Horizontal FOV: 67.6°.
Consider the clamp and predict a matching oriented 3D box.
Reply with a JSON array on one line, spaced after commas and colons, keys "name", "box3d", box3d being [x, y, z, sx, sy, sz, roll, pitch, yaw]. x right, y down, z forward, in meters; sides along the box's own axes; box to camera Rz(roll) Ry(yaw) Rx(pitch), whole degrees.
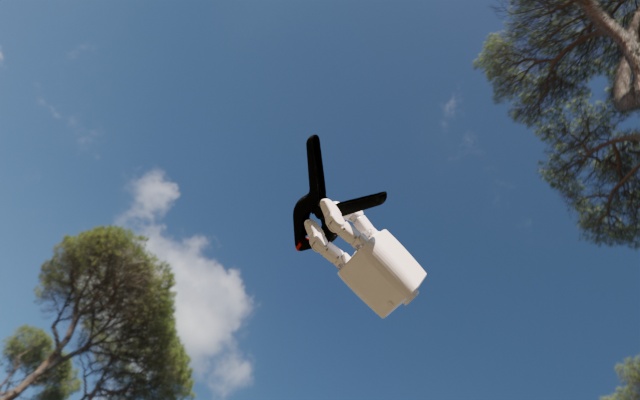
[{"name": "clamp", "box3d": [0.000, 0.003, 0.818, 0.036, 0.164, 0.210, -26, -21, -50]}]
